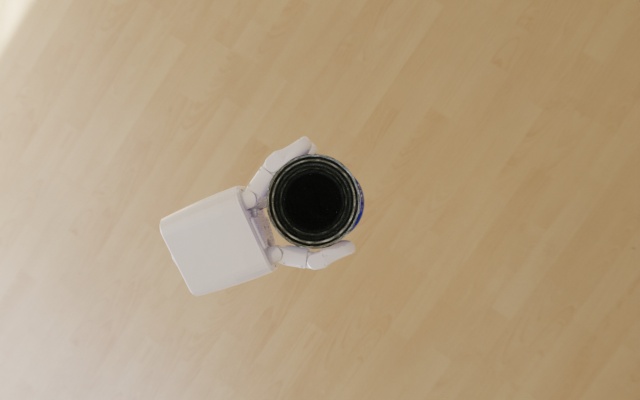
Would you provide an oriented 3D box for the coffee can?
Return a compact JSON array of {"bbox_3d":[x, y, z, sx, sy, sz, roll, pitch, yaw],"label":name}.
[{"bbox_3d":[0.000,0.002,0.577,0.103,0.103,0.140,0,-1,7],"label":"coffee can"}]
